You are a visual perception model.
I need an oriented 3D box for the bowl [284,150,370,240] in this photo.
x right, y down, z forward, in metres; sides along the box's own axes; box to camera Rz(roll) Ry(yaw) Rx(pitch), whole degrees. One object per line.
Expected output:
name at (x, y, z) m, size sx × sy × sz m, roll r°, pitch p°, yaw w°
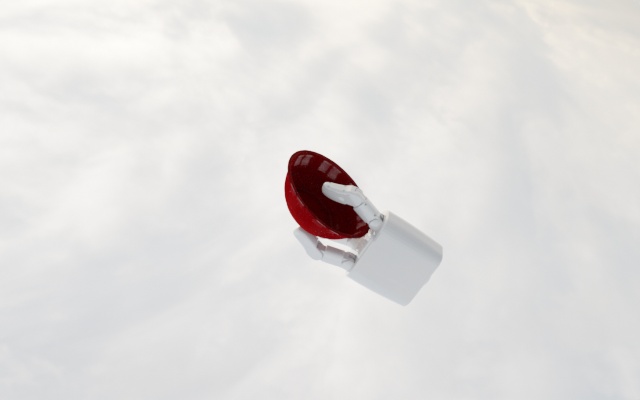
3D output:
bowl at (-0.001, 0.002, 0.721) m, size 0.055 × 0.162 × 0.162 m, roll -42°, pitch -25°, yaw 31°
